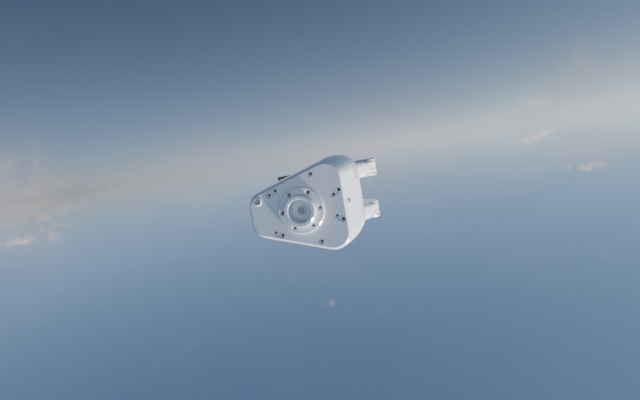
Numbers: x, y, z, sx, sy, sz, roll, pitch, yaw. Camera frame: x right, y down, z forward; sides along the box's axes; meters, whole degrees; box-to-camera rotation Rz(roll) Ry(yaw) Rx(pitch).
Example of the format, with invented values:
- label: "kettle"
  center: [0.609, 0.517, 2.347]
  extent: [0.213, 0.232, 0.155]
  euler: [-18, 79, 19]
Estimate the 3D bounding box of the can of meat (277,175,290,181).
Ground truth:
- label: "can of meat"
  center: [0.000, 0.002, 0.645]
  extent: [0.102, 0.084, 0.057]
  euler: [-8, 5, 10]
